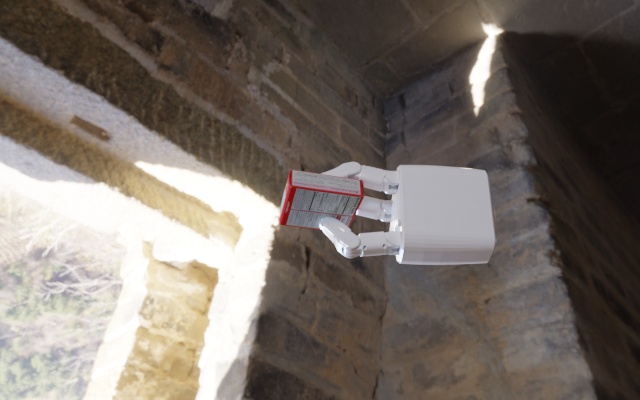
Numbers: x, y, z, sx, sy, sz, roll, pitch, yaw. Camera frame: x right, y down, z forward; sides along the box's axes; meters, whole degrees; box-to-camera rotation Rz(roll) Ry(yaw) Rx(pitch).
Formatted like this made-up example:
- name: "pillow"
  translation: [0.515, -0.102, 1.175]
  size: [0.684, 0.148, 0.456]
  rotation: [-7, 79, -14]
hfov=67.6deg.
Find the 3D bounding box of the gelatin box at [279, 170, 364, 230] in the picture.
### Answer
- name: "gelatin box"
  translation: [0.000, 0.002, 0.570]
  size: [0.089, 0.030, 0.073]
  rotation: [7, -40, -11]
